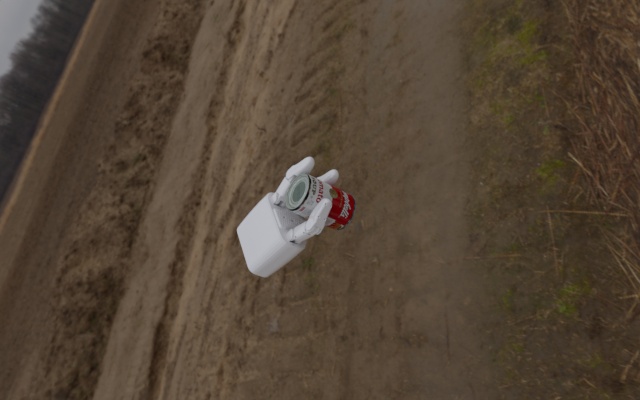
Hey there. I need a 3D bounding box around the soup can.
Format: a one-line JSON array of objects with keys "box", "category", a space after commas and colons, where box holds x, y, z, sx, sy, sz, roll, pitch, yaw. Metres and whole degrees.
[{"box": [0.000, 0.002, 0.806, 0.102, 0.068, 0.068, 25, -14, -32], "category": "soup can"}]
